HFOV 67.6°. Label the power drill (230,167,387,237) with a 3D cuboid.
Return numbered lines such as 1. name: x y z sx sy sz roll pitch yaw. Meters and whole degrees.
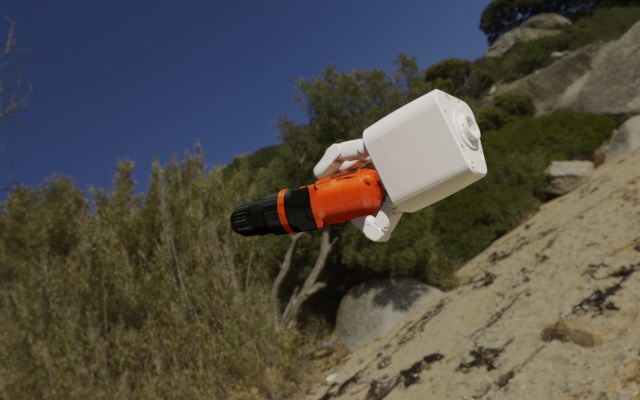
1. power drill: 0.000 0.002 0.611 0.184 0.057 0.187 -10 6 20
